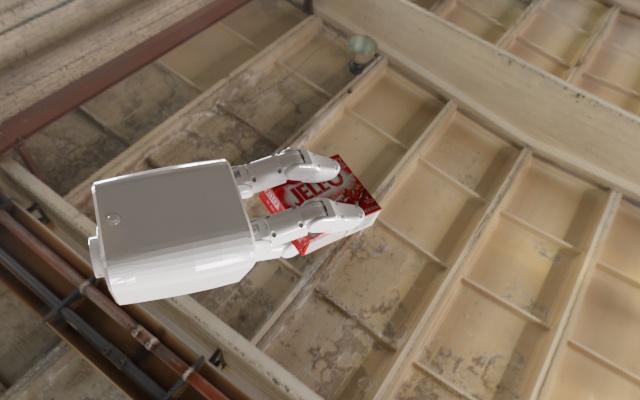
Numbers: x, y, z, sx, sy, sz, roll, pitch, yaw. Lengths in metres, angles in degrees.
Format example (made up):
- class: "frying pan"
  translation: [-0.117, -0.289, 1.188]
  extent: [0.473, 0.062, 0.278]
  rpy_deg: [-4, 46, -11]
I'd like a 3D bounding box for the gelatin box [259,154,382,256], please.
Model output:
- class: "gelatin box"
  translation: [0.000, 0.002, 0.439]
  extent: [0.089, 0.073, 0.030]
  rpy_deg: [-21, -28, -33]
